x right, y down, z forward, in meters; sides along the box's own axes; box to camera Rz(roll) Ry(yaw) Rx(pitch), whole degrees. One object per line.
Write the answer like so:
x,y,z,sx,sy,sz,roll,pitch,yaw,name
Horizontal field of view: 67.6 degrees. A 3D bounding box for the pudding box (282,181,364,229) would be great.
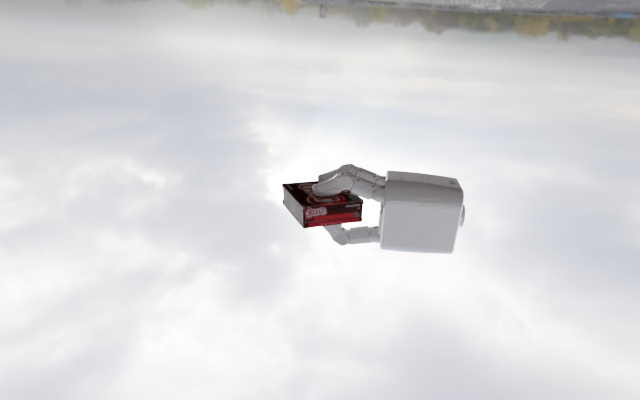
0.000,0.002,0.701,0.090,0.039,0.113,-5,18,-20,pudding box
